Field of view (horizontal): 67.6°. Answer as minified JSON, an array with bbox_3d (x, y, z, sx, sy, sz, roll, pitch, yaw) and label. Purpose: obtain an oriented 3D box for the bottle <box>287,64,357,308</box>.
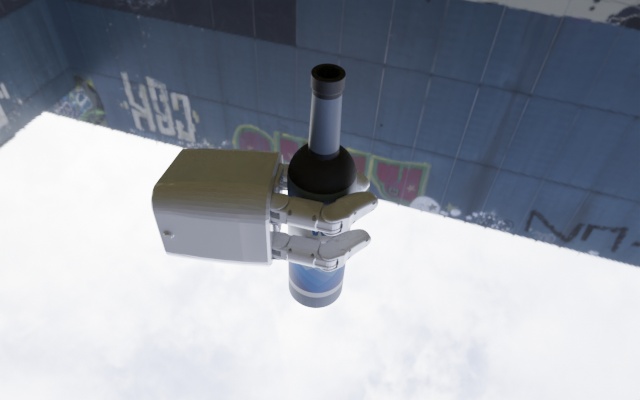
[{"bbox_3d":[0.000,0.002,0.479,0.069,0.069,0.296,0,-44,-3],"label":"bottle"}]
